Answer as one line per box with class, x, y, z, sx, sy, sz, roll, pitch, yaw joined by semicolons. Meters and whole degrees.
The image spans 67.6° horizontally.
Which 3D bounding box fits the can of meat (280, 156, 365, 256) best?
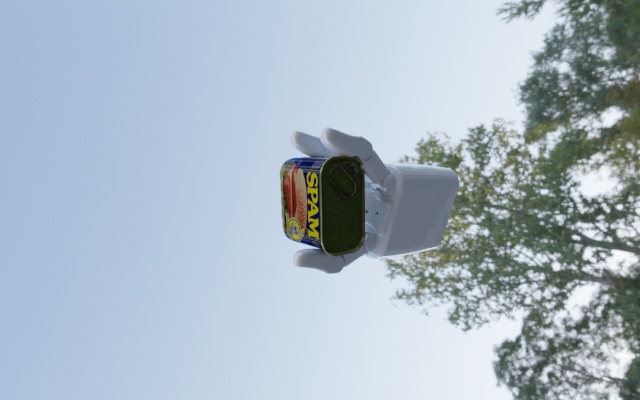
can of meat;0.000;0.002;0.519;0.057;0.102;0.084;-7;9;-35
